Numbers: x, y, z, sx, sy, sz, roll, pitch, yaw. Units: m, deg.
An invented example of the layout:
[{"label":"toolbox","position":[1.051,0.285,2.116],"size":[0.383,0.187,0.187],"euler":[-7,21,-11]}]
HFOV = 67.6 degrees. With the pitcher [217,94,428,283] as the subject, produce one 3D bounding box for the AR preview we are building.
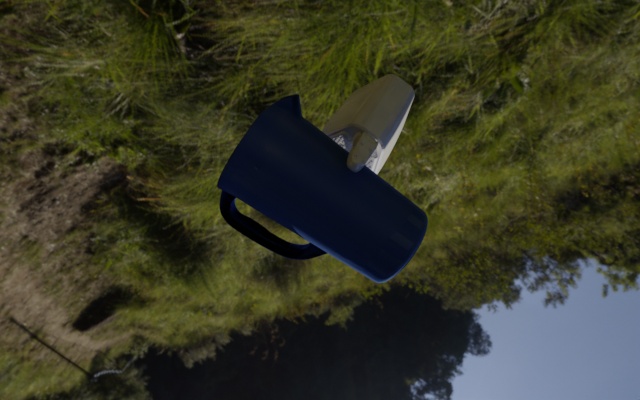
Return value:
[{"label":"pitcher","position":[0.000,0.002,0.593],"size":[0.243,0.145,0.149],"euler":[35,-25,-4]}]
